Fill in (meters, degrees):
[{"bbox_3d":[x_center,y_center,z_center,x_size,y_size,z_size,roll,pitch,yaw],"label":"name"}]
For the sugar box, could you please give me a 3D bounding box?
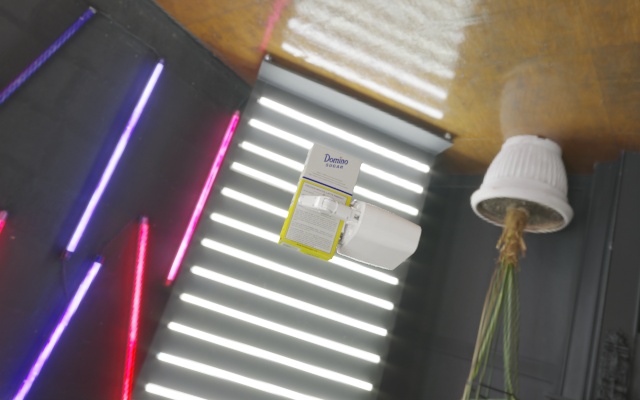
[{"bbox_3d":[0.000,0.003,0.800,0.093,0.176,0.048,21,-17,-8],"label":"sugar box"}]
